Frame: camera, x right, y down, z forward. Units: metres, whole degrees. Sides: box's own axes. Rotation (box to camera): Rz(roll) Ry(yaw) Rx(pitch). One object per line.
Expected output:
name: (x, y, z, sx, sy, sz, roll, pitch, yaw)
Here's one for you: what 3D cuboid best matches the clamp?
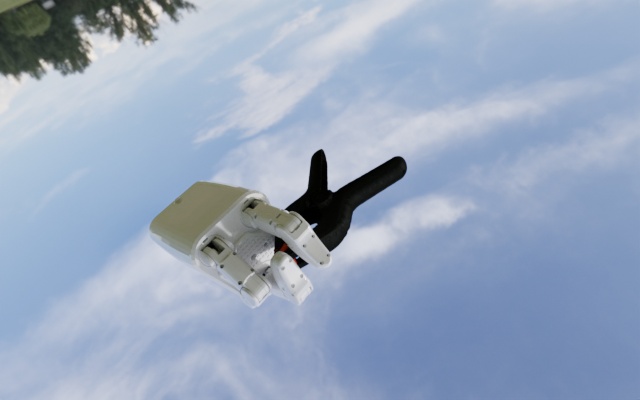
clamp: (0.000, 0.002, 0.505, 0.120, 0.039, 0.171, 14, 49, 46)
